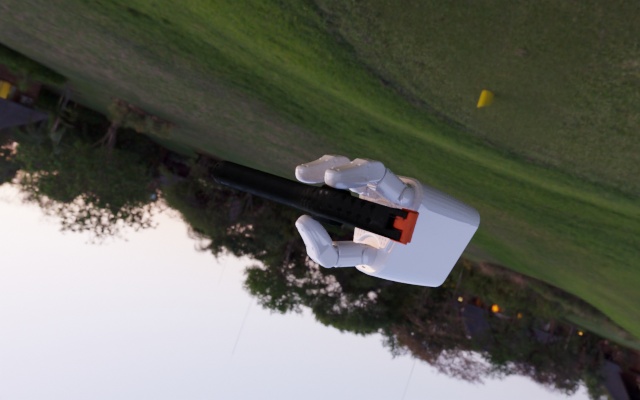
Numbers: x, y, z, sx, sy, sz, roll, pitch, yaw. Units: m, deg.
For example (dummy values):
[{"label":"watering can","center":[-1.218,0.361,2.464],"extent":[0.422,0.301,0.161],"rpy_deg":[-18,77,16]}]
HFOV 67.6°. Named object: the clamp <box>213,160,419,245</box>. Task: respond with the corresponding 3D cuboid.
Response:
[{"label":"clamp","center":[0.000,0.002,0.456],"extent":[0.164,0.036,0.210],"rpy_deg":[16,0,-34]}]
